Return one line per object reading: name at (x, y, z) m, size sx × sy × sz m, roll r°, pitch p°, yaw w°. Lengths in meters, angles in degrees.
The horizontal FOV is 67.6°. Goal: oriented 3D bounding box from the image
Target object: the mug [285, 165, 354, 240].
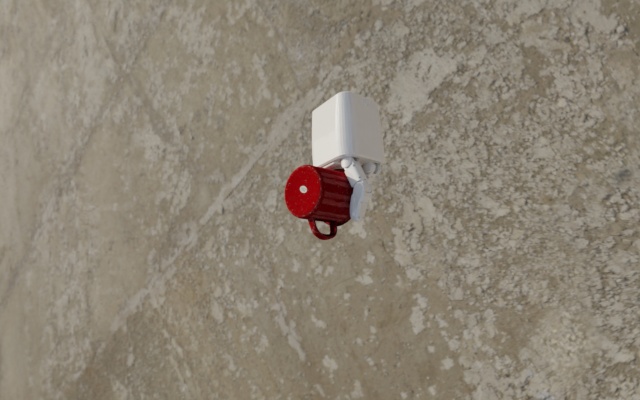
mug at (0.000, 0.004, 0.730) m, size 0.093 × 0.117 × 0.081 m, roll -13°, pitch -15°, yaw 41°
